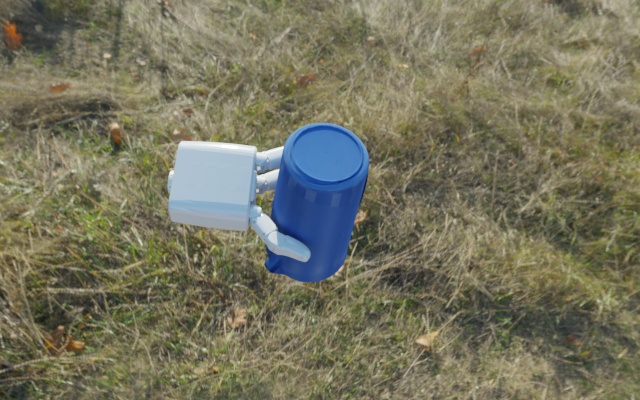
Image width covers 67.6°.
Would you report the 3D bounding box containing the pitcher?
[{"bbox_3d":[0.000,0.002,0.679,0.145,0.149,0.243,8,-34,-4],"label":"pitcher"}]
